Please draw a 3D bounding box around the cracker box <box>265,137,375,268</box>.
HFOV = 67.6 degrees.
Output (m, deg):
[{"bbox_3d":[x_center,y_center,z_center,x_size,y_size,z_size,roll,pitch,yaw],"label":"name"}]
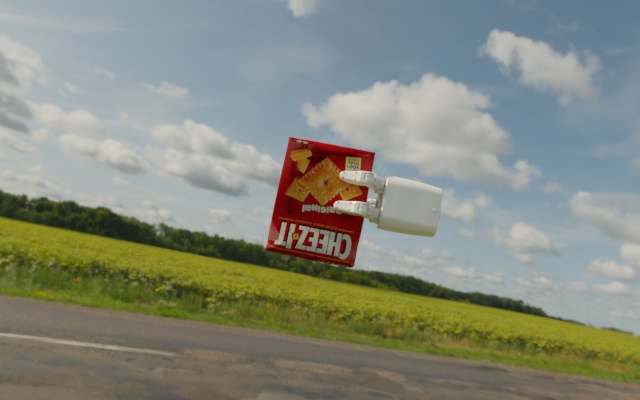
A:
[{"bbox_3d":[0.000,0.003,0.878,0.164,0.213,0.072,11,-9,0],"label":"cracker box"}]
